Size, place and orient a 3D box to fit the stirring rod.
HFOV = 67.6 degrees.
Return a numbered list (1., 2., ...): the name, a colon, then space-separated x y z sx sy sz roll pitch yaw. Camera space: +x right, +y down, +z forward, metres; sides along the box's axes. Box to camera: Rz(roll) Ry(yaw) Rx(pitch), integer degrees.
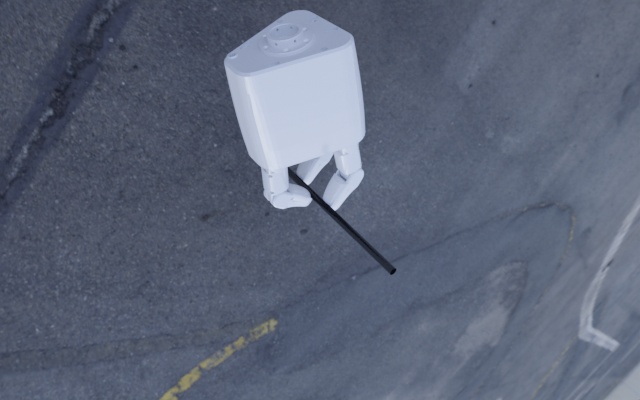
1. stirring rod: 0.000 0.002 0.526 0.011 0.011 0.239 0 33 -44
